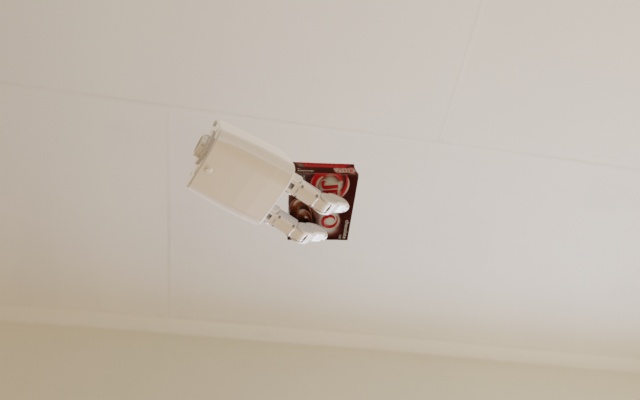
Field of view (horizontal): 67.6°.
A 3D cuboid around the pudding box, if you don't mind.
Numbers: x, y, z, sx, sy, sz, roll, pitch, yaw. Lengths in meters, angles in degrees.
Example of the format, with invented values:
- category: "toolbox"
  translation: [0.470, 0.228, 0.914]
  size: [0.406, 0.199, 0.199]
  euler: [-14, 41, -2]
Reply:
- category: "pudding box"
  translation: [0.000, 0.002, 0.673]
  size: [0.090, 0.114, 0.039]
  euler: [1, 34, -9]
